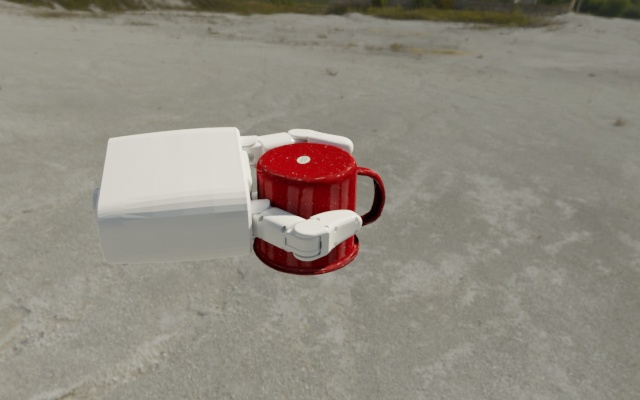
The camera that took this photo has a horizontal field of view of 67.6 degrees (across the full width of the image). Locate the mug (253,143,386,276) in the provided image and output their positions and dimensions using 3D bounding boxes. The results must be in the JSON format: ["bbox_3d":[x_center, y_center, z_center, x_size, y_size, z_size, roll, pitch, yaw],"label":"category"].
[{"bbox_3d":[0.001,0.001,0.402,0.117,0.081,0.093,-6,28,-13],"label":"mug"}]
